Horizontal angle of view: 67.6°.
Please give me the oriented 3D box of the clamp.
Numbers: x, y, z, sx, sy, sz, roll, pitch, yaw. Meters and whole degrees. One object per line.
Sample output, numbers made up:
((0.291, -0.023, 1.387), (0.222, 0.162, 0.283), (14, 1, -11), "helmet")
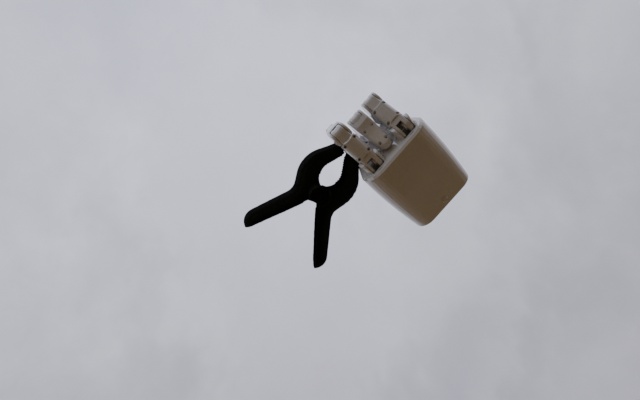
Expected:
((0.000, 0.002, 0.605), (0.120, 0.171, 0.039), (41, 6, -23), "clamp")
